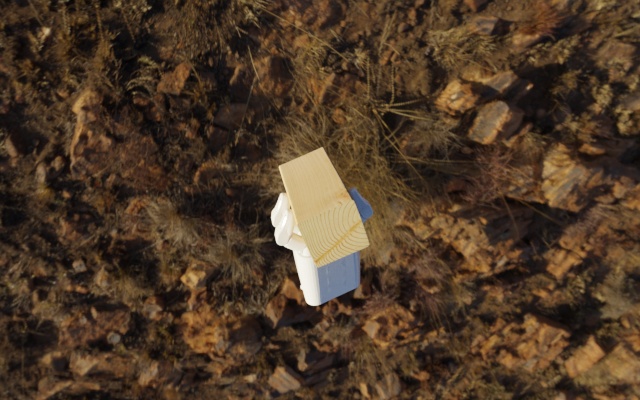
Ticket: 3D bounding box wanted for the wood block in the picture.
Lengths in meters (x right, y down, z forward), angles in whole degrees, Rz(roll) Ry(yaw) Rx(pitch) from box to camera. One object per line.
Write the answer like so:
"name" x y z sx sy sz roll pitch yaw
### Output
"wood block" 0.001 0.003 0.785 0.091 0.090 0.206 -23 30 -1
